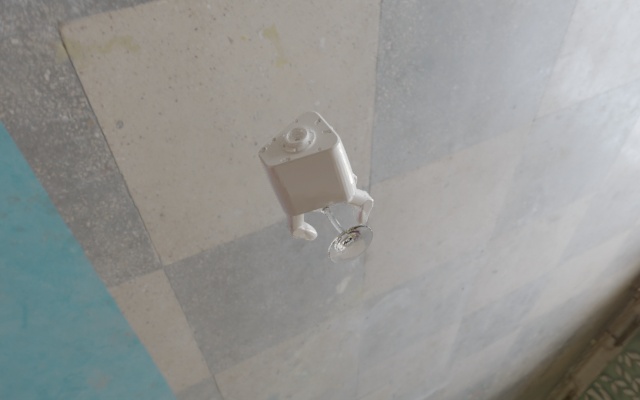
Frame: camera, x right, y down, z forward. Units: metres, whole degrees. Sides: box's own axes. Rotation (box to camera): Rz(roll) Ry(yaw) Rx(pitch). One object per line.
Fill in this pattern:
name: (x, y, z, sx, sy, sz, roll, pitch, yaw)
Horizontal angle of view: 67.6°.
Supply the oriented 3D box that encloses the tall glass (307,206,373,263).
tall glass: (0.000, 0.003, 0.763, 0.079, 0.079, 0.201, 0, 39, -35)
